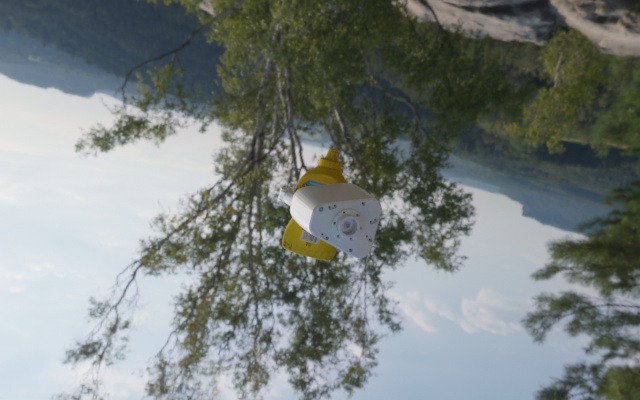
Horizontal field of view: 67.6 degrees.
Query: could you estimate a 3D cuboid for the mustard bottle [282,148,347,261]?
[{"bbox_3d":[0.000,0.003,0.838,0.096,0.191,0.058,15,9,5],"label":"mustard bottle"}]
